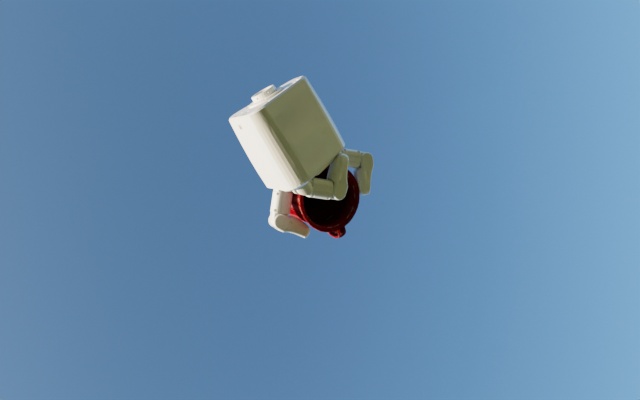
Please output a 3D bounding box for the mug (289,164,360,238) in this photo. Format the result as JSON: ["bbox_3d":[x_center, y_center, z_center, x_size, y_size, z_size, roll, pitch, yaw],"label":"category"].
[{"bbox_3d":[0.001,0.003,0.678,0.093,0.117,0.081,-37,22,-20],"label":"mug"}]
